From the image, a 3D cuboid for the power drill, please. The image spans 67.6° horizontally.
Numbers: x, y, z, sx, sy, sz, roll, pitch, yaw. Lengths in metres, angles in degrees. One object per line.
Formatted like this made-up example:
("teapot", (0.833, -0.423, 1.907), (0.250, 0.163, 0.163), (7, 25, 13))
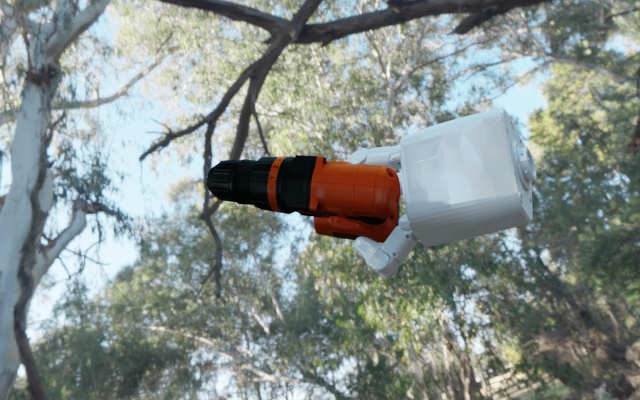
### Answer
("power drill", (0.000, 0.002, 0.495), (0.184, 0.057, 0.188), (7, -8, 20))
